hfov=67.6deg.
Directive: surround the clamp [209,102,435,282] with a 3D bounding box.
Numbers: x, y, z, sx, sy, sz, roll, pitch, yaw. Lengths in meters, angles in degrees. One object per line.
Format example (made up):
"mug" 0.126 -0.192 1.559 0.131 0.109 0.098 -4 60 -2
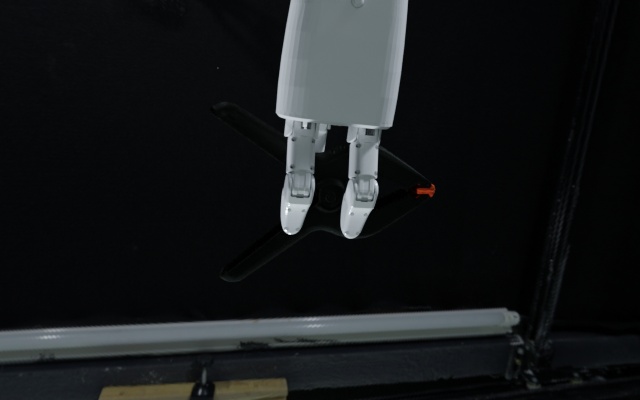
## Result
"clamp" 0.000 0.001 0.443 0.210 0.165 0.036 4 18 -13
